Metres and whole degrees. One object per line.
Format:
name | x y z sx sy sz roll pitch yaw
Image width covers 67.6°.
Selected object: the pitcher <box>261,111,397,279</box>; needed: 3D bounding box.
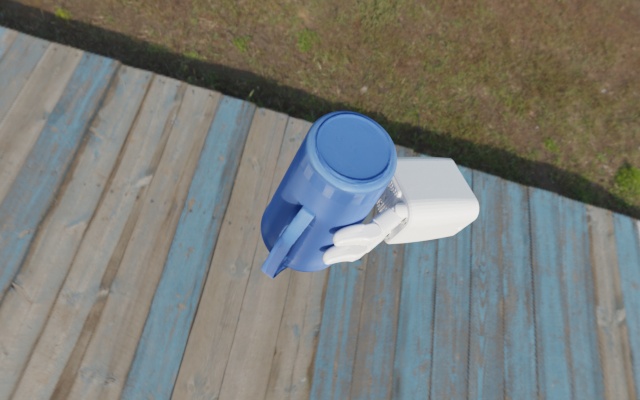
pitcher | 0.000 0.002 0.621 0.145 0.149 0.243 -1 -26 -17
